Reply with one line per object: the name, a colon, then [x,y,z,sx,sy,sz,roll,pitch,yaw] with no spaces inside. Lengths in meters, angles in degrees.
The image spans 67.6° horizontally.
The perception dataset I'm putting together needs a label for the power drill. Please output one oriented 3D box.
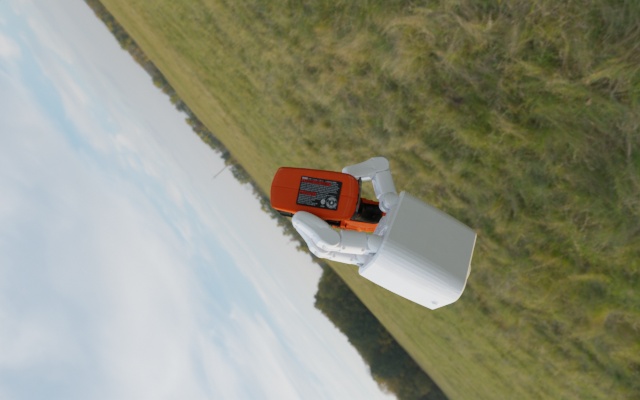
power drill: [0.000,0.002,0.642,0.184,0.057,0.188,6,-6,16]
